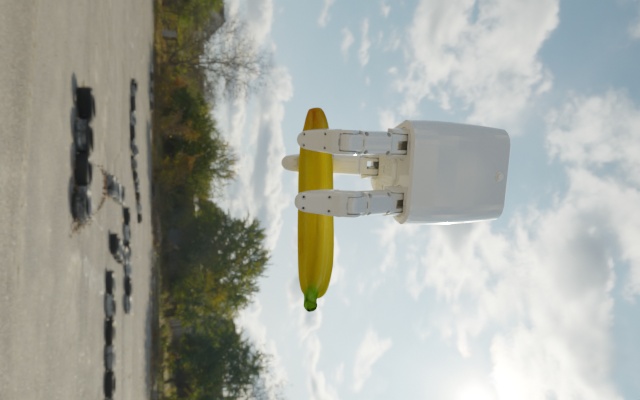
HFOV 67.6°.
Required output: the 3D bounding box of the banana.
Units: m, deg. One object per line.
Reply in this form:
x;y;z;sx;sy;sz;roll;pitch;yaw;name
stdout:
-0.003;0.010;0.473;0.037;0.197;0.070;2;-15;-9;banana
